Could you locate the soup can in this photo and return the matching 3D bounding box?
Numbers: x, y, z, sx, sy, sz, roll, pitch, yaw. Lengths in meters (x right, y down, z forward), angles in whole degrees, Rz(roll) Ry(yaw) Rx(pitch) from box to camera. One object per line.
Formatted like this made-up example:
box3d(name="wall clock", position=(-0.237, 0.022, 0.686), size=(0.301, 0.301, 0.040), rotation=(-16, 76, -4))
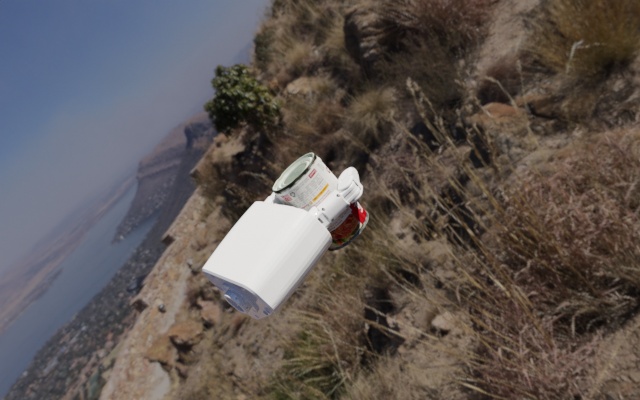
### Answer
box3d(name="soup can", position=(0.000, 0.001, 0.572), size=(0.102, 0.068, 0.068), rotation=(47, -19, -19))
